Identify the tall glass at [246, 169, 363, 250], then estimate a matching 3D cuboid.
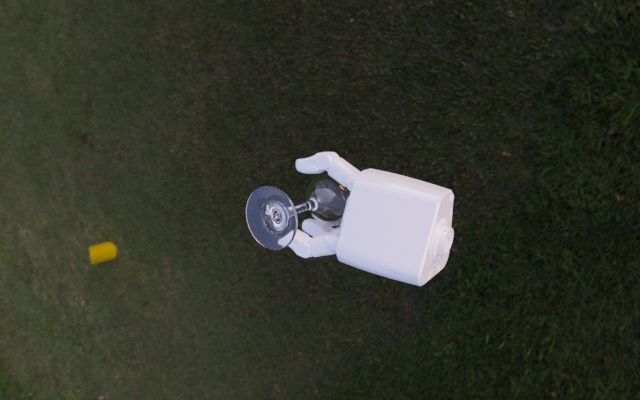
[{"bbox_3d":[0.000,0.002,0.616,0.079,0.079,0.201,0,11,35],"label":"tall glass"}]
